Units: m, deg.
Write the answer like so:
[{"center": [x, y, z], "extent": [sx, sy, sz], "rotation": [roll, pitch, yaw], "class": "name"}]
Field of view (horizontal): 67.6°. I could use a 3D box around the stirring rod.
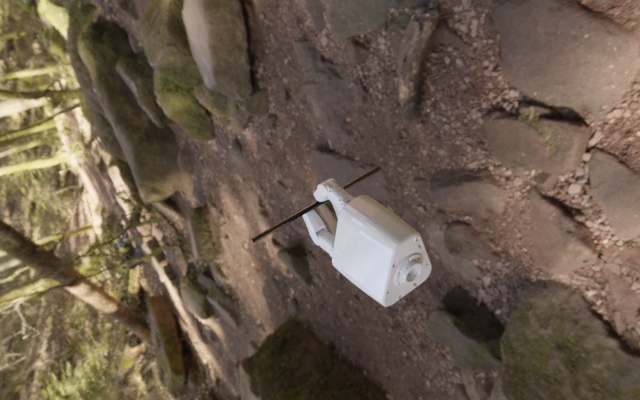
[{"center": [0.000, 0.002, 0.726], "extent": [0.239, 0.011, 0.011], "rotation": [-30, 13, -24], "class": "stirring rod"}]
